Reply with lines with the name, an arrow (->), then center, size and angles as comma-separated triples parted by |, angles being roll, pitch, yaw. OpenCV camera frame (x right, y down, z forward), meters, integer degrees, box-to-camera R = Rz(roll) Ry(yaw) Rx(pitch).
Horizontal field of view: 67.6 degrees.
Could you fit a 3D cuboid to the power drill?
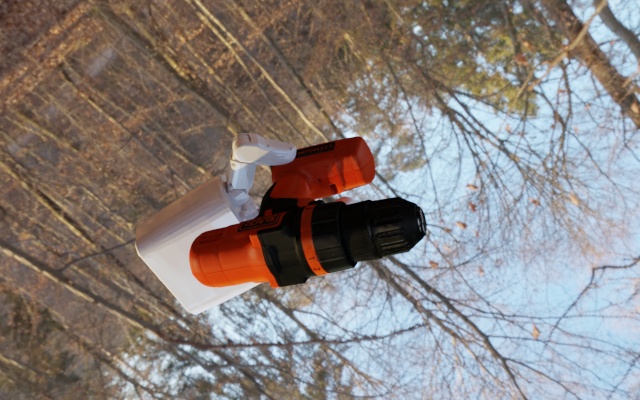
power drill -> 0.000, 0.001, 0.414 | 0.184, 0.057, 0.187 | -10, 21, 18
